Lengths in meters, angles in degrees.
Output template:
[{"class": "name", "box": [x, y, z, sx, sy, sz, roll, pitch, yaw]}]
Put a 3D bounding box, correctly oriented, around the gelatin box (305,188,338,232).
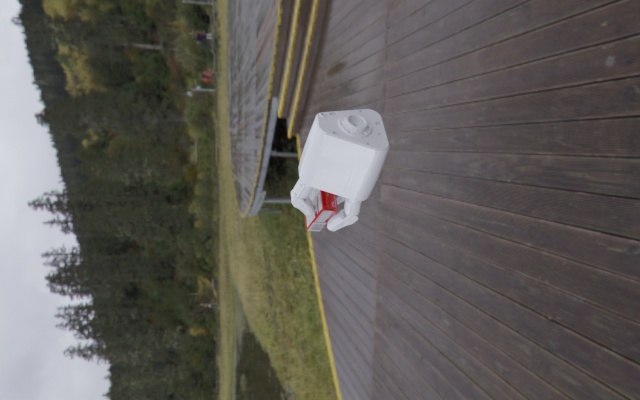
[{"class": "gelatin box", "box": [0.000, 0.003, 0.818, 0.030, 0.073, 0.089, 6, -29, -19]}]
